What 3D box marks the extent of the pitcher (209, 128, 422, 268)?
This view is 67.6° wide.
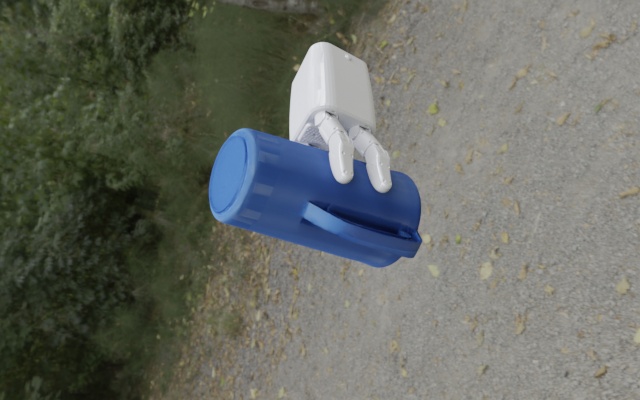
[{"bbox_3d":[0.000,0.002,0.575,0.243,0.145,0.149,16,-29,-33],"label":"pitcher"}]
